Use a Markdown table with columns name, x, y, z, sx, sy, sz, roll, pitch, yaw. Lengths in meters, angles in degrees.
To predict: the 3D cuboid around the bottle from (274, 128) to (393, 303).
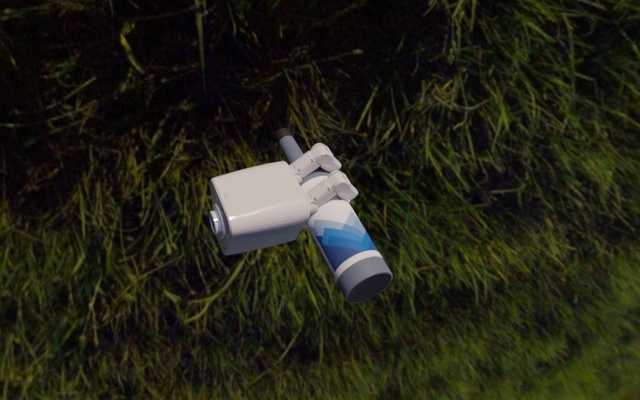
| name | x | y | z | sx | sy | sz | roll | pitch | yaw |
| --- | --- | --- | --- | --- | --- | --- | --- | --- | --- |
| bottle | 0.000 | 0.002 | 0.673 | 0.069 | 0.295 | 0.069 | -20 | -35 | -14 |
